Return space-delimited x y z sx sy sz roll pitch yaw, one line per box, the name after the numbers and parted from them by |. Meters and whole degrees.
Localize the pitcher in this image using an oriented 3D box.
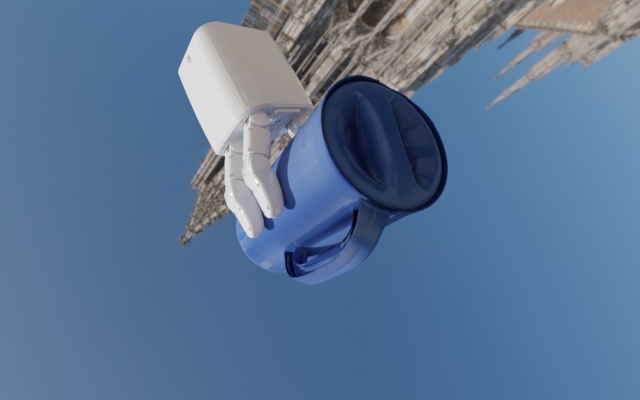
0.000 0.001 0.491 0.149 0.145 0.243 -25 -9 -38 | pitcher
